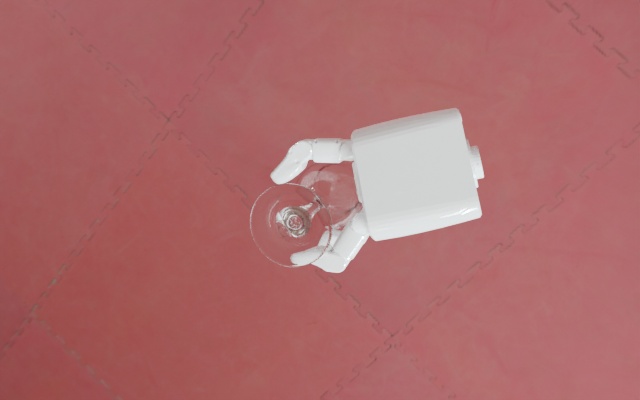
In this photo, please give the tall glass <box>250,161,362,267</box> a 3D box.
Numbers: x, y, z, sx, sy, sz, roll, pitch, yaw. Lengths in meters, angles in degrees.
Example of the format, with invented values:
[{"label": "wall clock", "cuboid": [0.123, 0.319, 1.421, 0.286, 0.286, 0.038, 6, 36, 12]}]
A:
[{"label": "tall glass", "cuboid": [0.000, 0.002, 0.501, 0.079, 0.079, 0.201, 0, 12, 15]}]
